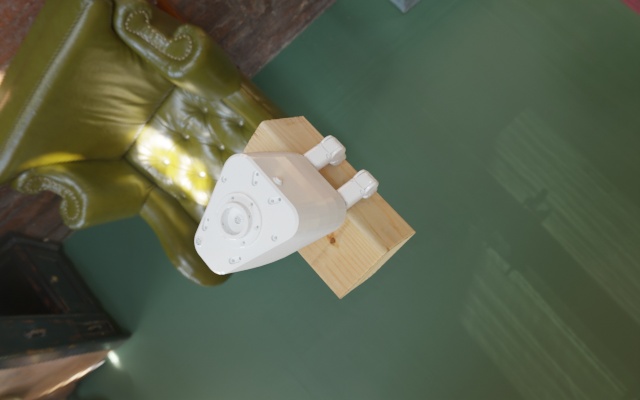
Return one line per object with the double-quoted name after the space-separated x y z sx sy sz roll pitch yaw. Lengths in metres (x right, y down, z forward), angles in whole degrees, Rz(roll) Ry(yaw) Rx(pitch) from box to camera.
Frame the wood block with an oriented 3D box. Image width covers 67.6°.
0.000 0.002 0.581 0.090 0.206 0.091 -22 -25 -55 "wood block"
